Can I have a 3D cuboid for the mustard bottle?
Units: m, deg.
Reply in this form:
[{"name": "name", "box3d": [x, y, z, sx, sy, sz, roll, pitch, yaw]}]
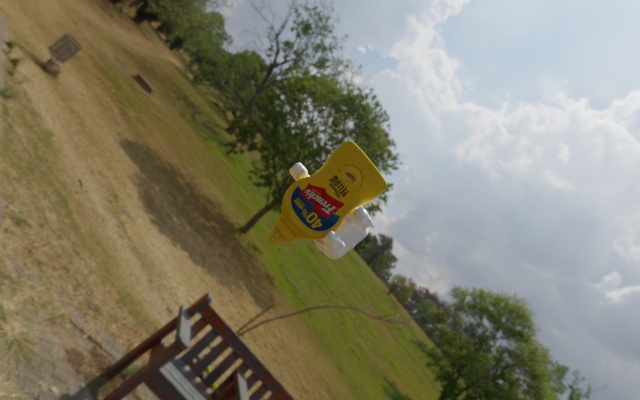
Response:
[{"name": "mustard bottle", "box3d": [0.000, 0.002, 0.724, 0.191, 0.096, 0.058, -39, -2, -5]}]
